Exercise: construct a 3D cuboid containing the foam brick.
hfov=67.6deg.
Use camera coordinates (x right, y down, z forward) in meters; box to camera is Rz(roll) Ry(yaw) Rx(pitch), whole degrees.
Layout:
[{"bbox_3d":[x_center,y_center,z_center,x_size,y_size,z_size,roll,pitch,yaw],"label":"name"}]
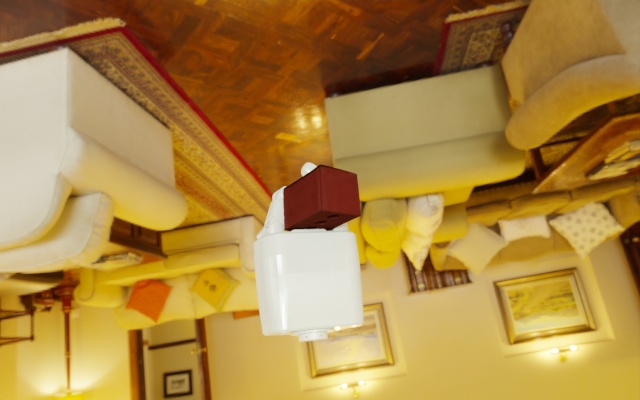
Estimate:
[{"bbox_3d":[0.000,0.002,0.529,0.053,0.051,0.078,10,-24,-33],"label":"foam brick"}]
